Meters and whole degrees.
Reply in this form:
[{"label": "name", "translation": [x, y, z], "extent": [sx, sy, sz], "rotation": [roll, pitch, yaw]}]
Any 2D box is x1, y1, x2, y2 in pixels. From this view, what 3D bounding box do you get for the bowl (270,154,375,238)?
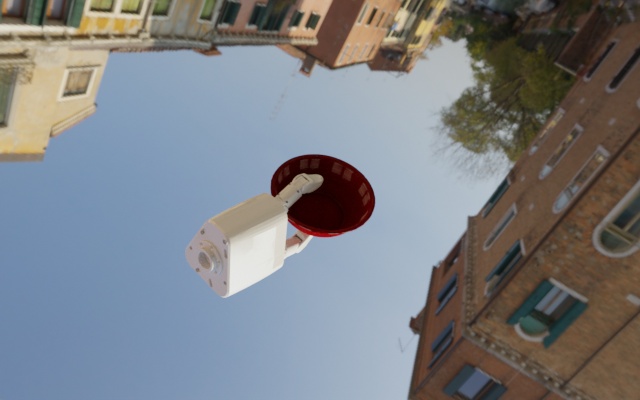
[{"label": "bowl", "translation": [0.001, 0.002, 0.740], "extent": [0.162, 0.162, 0.055], "rotation": [0, -41, -14]}]
